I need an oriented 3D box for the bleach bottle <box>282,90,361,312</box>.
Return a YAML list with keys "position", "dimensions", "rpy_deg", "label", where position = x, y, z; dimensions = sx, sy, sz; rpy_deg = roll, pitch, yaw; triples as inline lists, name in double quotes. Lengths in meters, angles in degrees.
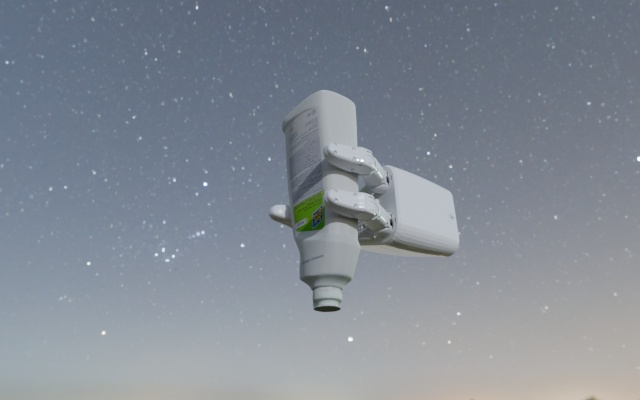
- position: [0.000, 0.002, 0.550]
  dimensions: [0.068, 0.250, 0.102]
  rpy_deg: [16, -30, -31]
  label: "bleach bottle"
